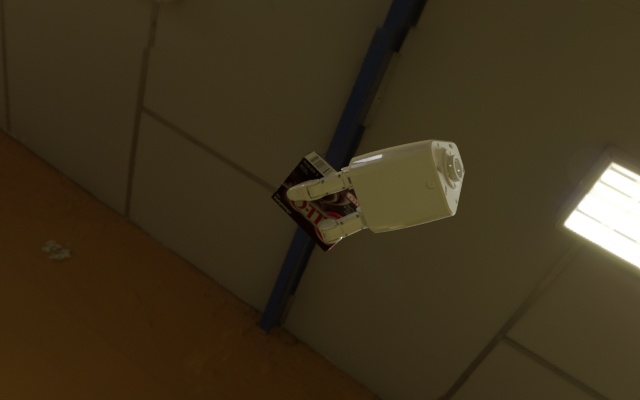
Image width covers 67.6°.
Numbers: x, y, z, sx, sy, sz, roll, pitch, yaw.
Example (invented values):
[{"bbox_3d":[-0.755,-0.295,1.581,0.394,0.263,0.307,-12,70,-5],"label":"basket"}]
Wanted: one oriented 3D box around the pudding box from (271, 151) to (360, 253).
[{"bbox_3d":[0.000,0.002,0.653,0.090,0.113,0.039,-47,-6,35],"label":"pudding box"}]
